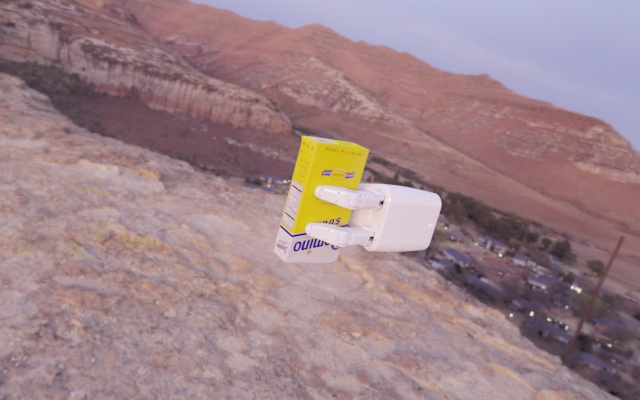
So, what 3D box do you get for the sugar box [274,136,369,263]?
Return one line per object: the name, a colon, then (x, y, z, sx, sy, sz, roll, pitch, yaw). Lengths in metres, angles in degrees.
sugar box: (0.001, 0.002, 0.674, 0.093, 0.176, 0.048, 4, 16, -34)
